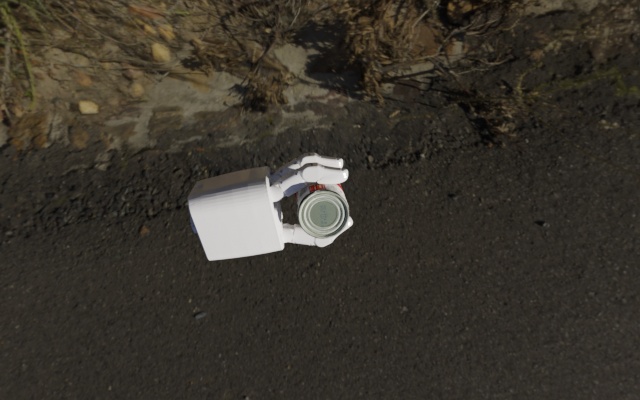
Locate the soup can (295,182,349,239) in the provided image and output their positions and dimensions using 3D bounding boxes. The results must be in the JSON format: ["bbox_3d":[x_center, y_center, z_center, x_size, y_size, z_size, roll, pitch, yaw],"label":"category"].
[{"bbox_3d":[0.001,0.002,0.646,0.068,0.068,0.102,0,19,-4],"label":"soup can"}]
